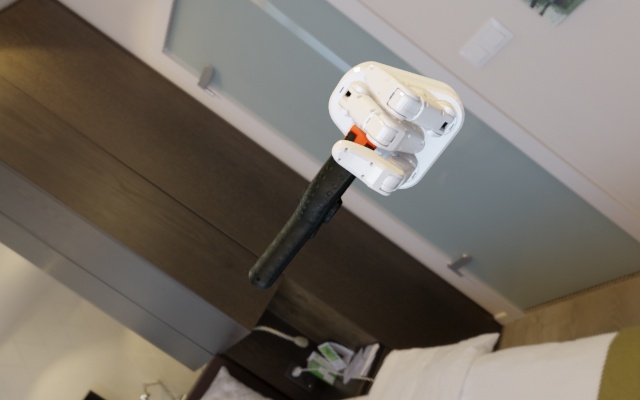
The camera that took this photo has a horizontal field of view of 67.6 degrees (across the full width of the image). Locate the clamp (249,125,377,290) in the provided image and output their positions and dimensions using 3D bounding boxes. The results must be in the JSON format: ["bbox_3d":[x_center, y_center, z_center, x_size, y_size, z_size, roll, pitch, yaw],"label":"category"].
[{"bbox_3d":[0.000,0.001,0.452,0.039,0.171,0.120,37,24,-2],"label":"clamp"}]
